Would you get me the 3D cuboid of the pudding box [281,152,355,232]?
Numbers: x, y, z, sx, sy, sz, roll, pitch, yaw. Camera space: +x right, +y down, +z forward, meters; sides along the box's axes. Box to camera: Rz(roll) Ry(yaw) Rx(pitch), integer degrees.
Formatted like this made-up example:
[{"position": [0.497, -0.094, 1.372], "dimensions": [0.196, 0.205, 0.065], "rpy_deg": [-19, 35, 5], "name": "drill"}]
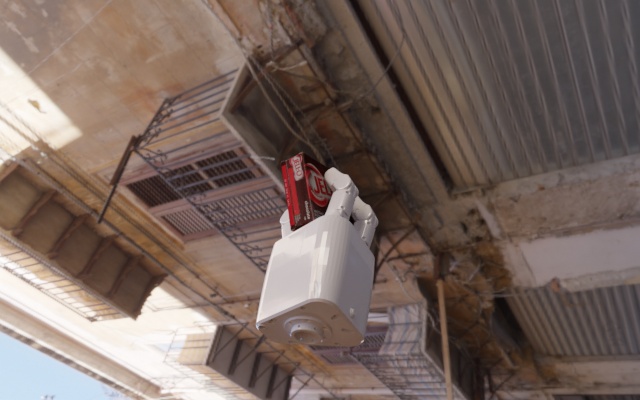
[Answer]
[{"position": [0.000, 0.002, 0.590], "dimensions": [0.039, 0.090, 0.113], "rpy_deg": [-19, -23, 24], "name": "pudding box"}]
